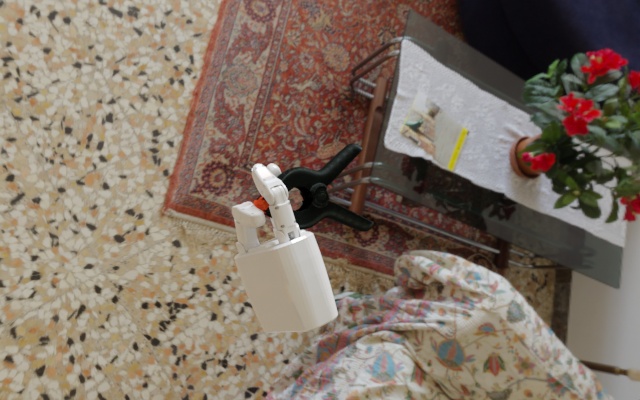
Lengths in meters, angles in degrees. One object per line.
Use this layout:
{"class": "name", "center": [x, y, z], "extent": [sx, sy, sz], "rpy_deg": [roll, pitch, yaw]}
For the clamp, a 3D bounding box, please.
{"class": "clamp", "center": [0.000, 0.002, 0.619], "extent": [0.171, 0.120, 0.039], "rpy_deg": [-21, 2, -29]}
